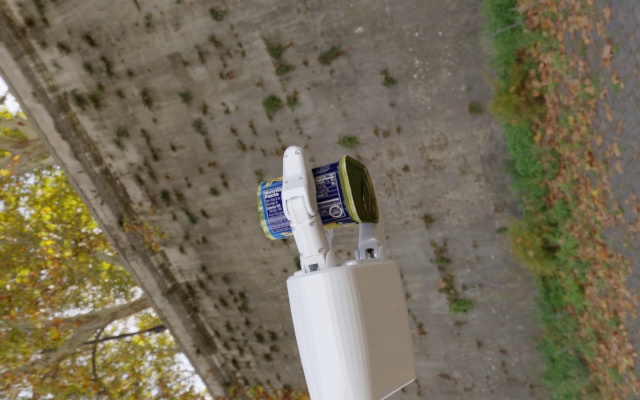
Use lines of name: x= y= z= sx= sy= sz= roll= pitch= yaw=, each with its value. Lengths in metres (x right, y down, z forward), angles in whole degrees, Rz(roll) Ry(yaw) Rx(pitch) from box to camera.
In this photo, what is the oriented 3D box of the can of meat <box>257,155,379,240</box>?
can of meat: x=0.000 y=0.001 z=0.435 sx=0.084 sy=0.057 sz=0.102 roll=-14 pitch=-7 yaw=17
